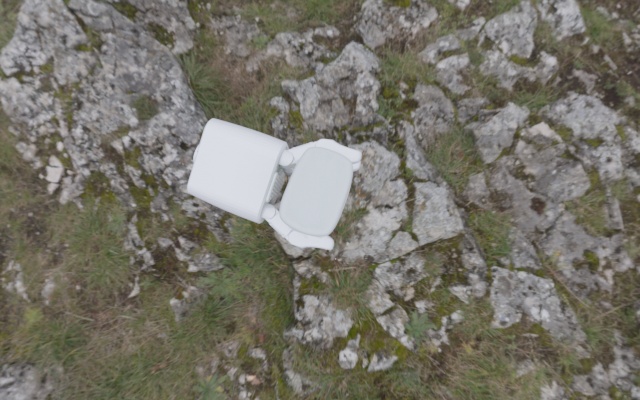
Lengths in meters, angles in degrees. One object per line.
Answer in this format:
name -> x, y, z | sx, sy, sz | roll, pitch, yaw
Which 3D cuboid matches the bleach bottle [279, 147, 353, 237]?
bleach bottle -> 0.000, 0.002, 0.647 | 0.068, 0.102, 0.251 | 21, -6, 4
